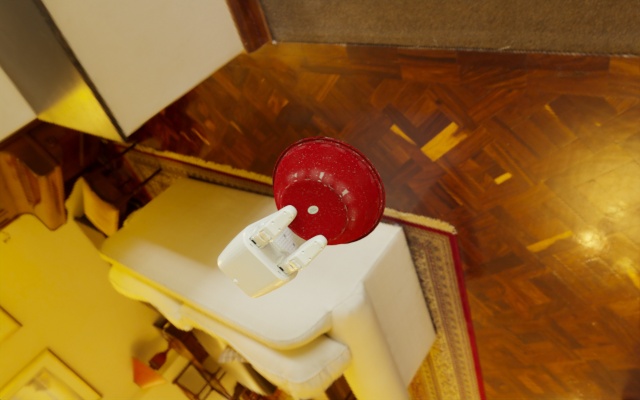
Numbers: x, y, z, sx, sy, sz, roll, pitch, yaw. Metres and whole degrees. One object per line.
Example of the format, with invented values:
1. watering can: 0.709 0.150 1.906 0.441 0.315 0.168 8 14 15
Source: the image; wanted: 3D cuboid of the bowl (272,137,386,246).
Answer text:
1. bowl: 0.001 0.001 0.621 0.162 0.162 0.055 0 27 23
